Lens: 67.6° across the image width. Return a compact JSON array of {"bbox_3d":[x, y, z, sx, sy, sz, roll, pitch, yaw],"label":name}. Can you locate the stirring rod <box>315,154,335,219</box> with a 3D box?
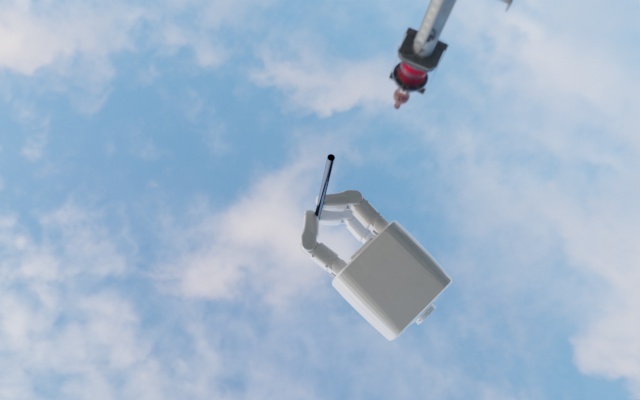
[{"bbox_3d":[0.000,0.002,0.600,0.011,0.011,0.240,0,-23,-6],"label":"stirring rod"}]
